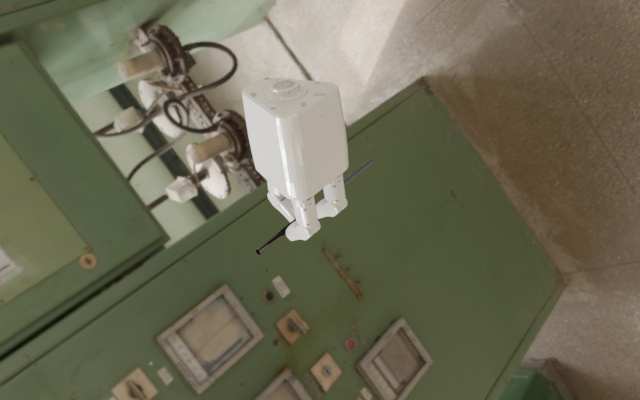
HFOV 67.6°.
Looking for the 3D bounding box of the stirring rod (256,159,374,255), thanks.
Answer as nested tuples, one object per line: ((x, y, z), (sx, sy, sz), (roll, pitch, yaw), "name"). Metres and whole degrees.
((0.000, 0.002, 0.659), (0.011, 0.011, 0.239), (0, 31, 49), "stirring rod")
